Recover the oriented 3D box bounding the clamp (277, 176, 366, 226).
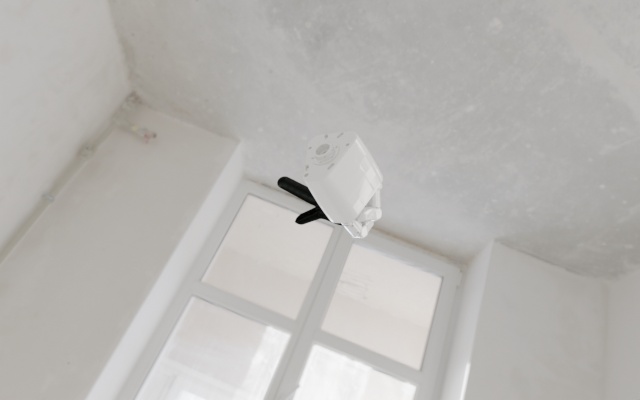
[{"bbox_3d":[0.000,0.003,0.873,0.171,0.039,0.120,-1,-39,34],"label":"clamp"}]
